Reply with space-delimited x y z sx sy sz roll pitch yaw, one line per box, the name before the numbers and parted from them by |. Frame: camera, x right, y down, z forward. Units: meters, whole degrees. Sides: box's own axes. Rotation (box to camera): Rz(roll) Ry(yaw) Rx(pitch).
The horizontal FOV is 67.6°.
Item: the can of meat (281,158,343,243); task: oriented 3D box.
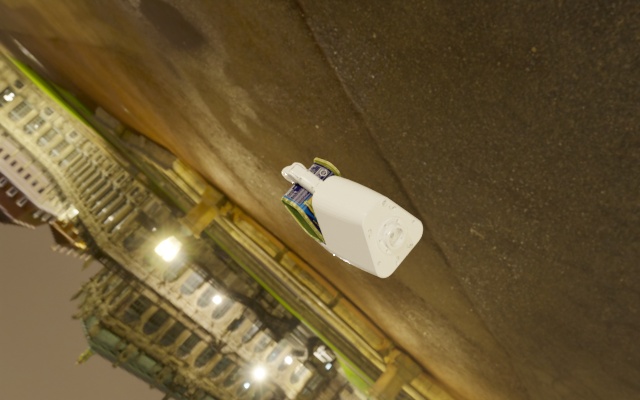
can of meat | 0.000 0.002 0.716 0.057 0.084 0.102 26 -21 49
